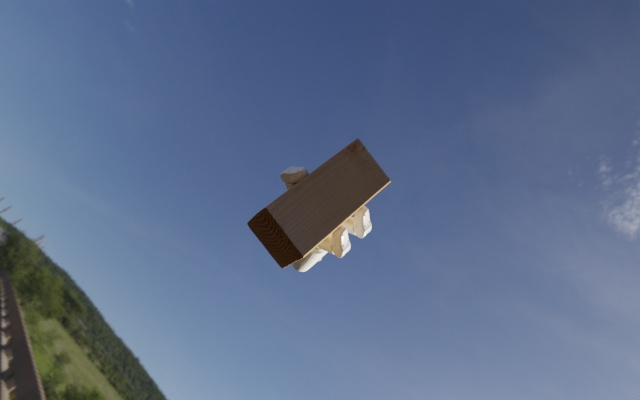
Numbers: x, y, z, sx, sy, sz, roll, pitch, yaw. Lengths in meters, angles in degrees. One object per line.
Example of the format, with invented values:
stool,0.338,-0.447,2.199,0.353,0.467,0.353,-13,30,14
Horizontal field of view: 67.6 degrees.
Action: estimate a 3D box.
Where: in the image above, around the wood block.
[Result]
wood block,0.000,0.002,0.747,0.206,0.091,0.090,-39,2,-32
